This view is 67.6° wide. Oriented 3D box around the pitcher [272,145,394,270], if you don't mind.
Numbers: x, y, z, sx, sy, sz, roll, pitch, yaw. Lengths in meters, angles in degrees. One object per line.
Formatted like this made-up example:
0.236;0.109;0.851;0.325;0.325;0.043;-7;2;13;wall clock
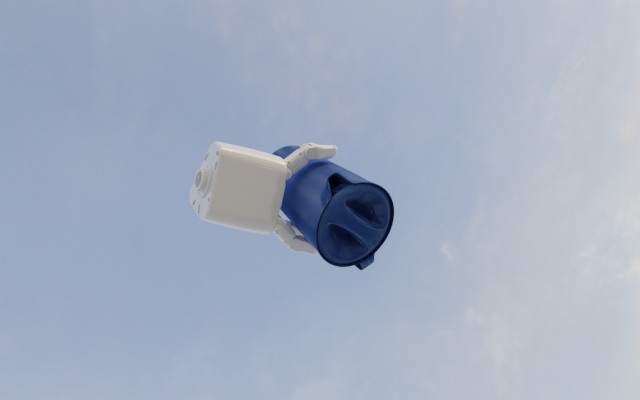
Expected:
0.000;0.002;0.775;0.145;0.149;0.242;10;16;-34;pitcher
